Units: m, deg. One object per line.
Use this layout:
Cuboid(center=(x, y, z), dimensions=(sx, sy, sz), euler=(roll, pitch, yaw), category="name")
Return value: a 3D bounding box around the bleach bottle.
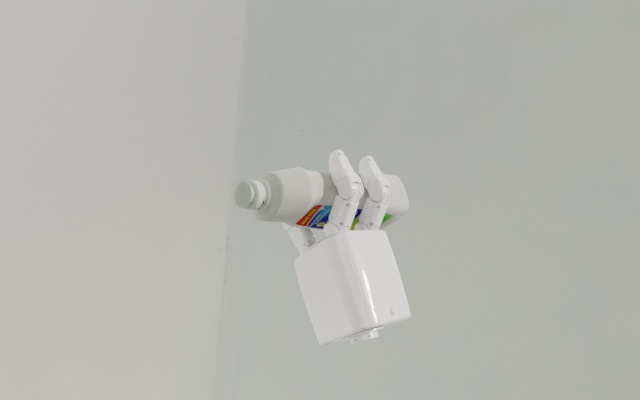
Cuboid(center=(0.000, 0.002, 0.583), dimensions=(0.251, 0.068, 0.102), euler=(3, -26, -47), category="bleach bottle")
